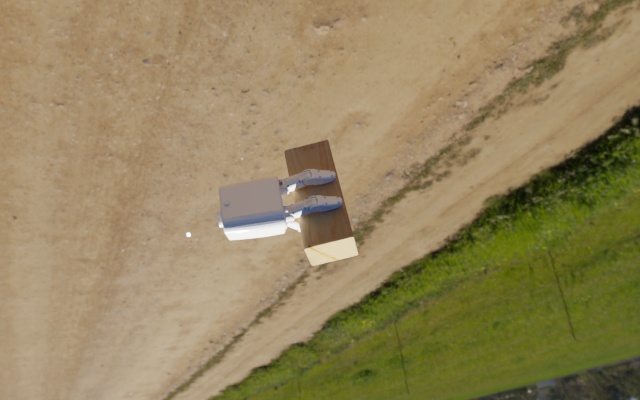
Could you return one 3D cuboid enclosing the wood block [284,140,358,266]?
[{"bbox_3d":[0.000,0.003,0.888,0.090,0.206,0.091,-14,-28,2],"label":"wood block"}]
